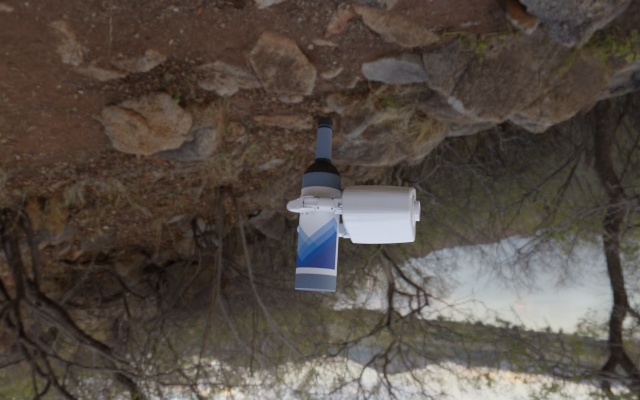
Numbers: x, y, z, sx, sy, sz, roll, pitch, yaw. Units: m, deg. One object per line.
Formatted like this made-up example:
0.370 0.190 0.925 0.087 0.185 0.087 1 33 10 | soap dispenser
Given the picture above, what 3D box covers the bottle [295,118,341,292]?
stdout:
0.000 0.003 0.808 0.069 0.295 0.069 3 -13 1 | bottle
